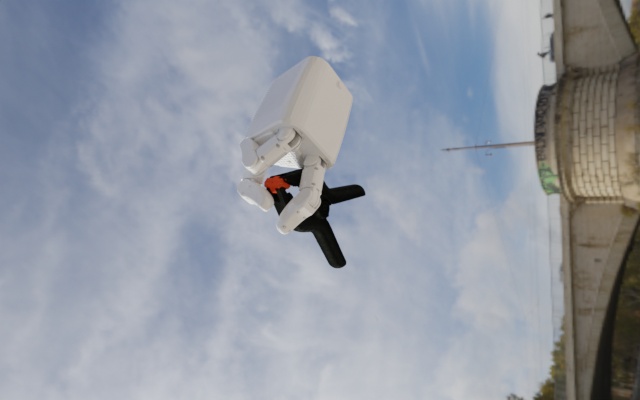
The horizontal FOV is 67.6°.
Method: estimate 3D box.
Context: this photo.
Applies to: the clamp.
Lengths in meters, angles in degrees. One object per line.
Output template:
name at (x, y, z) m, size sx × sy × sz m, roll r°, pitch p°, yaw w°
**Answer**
clamp at (-0.001, 0.002, 0.618) m, size 0.039 × 0.120 × 0.171 m, roll -2°, pitch -32°, yaw 37°
